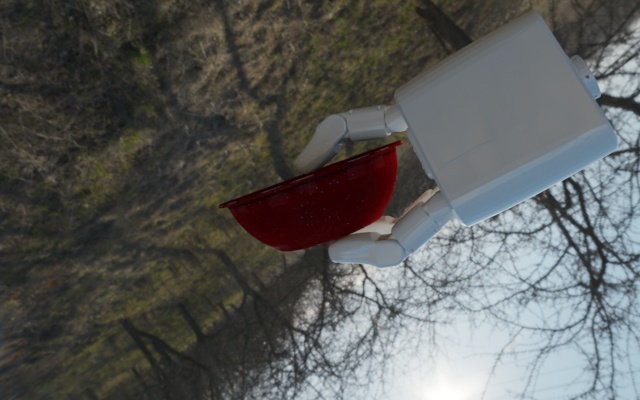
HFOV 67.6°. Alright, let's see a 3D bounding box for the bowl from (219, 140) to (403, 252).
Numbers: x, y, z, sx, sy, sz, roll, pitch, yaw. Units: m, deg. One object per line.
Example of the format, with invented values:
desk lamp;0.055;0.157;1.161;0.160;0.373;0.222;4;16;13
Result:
bowl;-0.001;0.002;0.403;0.162;0.055;0.162;-19;4;2
